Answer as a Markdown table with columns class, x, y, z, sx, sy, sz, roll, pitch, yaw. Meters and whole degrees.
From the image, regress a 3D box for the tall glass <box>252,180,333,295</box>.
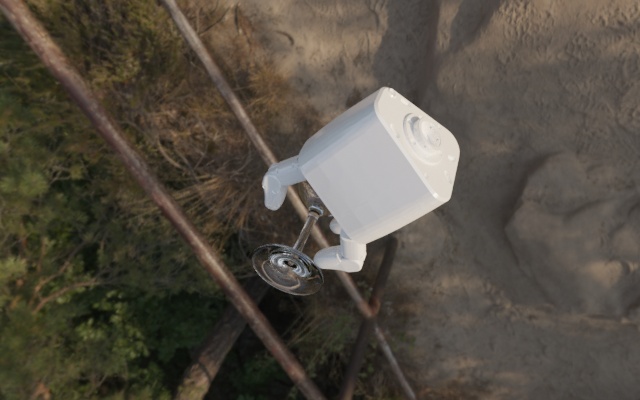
| class | x | y | z | sx | sy | sz | roll | pitch | yaw |
| --- | --- | --- | --- | --- | --- | --- | --- | --- | --- |
| tall glass | 0.000 | 0.002 | 0.528 | 0.079 | 0.079 | 0.201 | 0 | 42 | 26 |
